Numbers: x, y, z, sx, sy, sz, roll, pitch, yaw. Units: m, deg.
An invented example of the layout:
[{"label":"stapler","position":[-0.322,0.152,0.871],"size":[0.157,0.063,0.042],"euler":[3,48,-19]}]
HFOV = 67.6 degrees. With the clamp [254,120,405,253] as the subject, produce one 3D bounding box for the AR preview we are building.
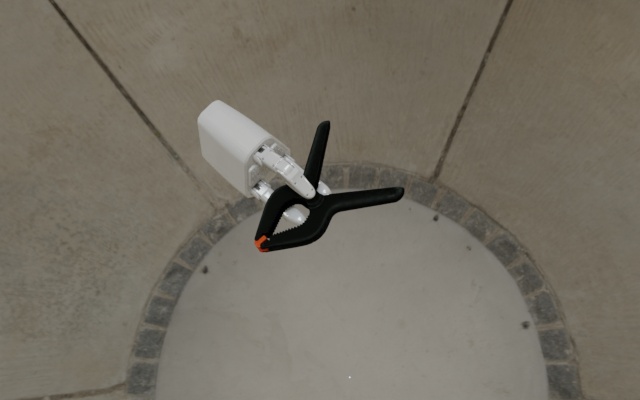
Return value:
[{"label":"clamp","position":[-0.001,0.002,0.660],"size":[0.164,0.210,0.036],"euler":[38,-14,20]}]
